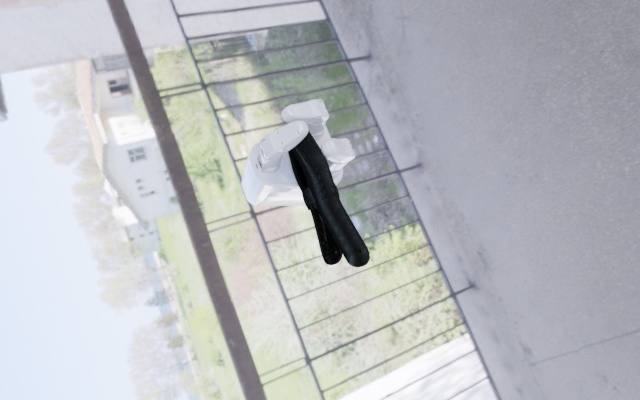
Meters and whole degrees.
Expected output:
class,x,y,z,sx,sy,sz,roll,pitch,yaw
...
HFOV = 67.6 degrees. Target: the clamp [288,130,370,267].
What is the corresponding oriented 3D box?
class,x,y,z,sx,sy,sz,roll,pitch,yaw
clamp,-0.001,0.002,0.544,0.039,0.171,0.120,-18,-11,-21
